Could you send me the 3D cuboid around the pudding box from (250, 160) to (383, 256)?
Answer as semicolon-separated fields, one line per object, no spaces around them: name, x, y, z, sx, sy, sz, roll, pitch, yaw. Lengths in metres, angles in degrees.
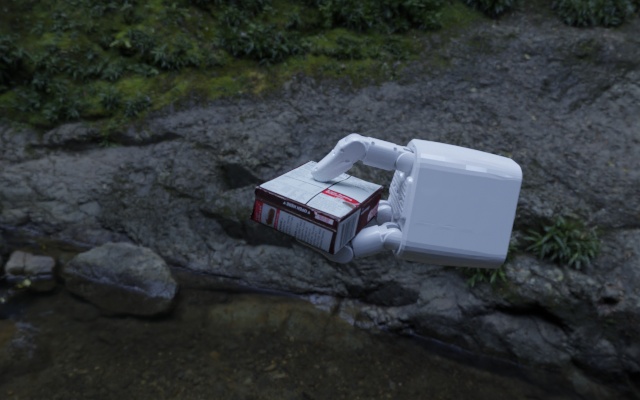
pudding box;0.000;0.001;0.467;0.090;0.039;0.113;21;24;20
